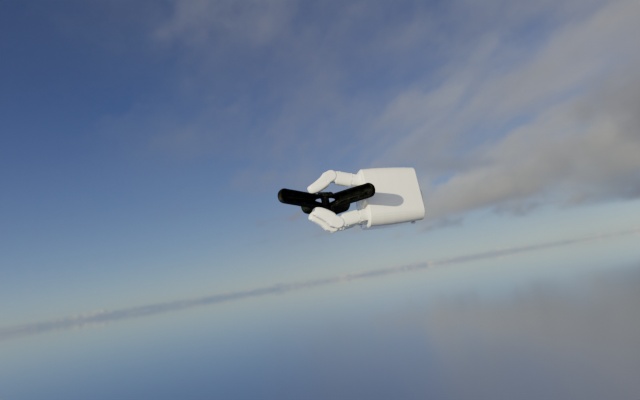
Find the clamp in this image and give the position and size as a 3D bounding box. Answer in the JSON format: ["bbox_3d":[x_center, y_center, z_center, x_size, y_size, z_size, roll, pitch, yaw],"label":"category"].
[{"bbox_3d":[0.000,0.002,0.887,0.164,0.036,0.210,-2,-11,-7],"label":"clamp"}]
